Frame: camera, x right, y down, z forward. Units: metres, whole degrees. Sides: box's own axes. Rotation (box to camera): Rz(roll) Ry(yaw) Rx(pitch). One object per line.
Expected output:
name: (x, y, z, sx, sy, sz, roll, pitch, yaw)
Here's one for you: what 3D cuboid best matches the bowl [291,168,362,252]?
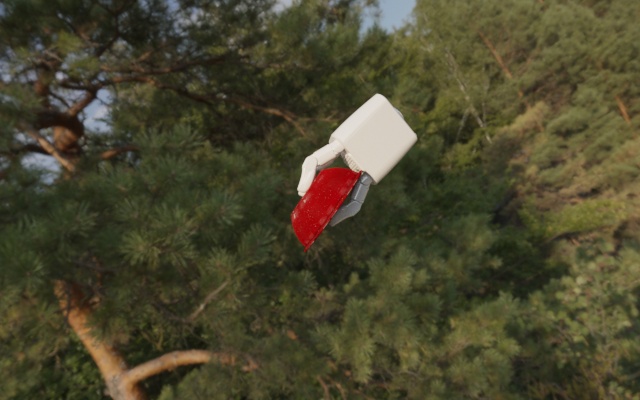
bowl: (-0.001, 0.003, 0.772, 0.055, 0.162, 0.162, 35, -1, -1)
